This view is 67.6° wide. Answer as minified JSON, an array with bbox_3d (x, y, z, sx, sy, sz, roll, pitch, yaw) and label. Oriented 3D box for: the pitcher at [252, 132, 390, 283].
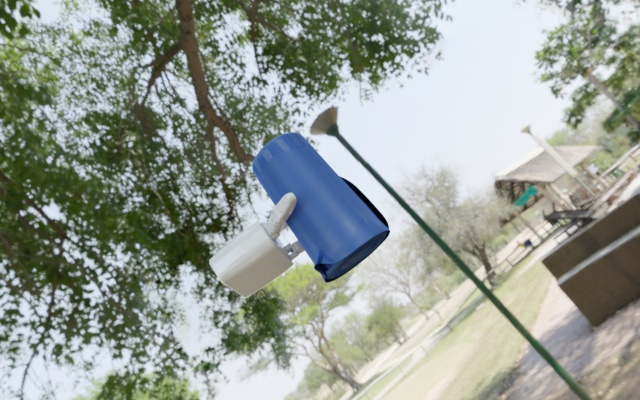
[{"bbox_3d":[0.000,0.003,0.804,0.145,0.242,0.149,-38,-17,0],"label":"pitcher"}]
